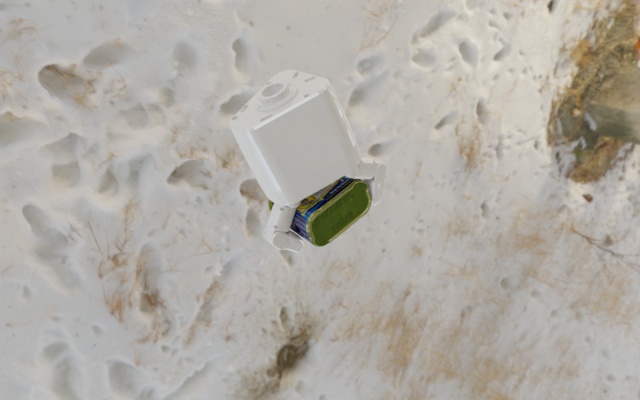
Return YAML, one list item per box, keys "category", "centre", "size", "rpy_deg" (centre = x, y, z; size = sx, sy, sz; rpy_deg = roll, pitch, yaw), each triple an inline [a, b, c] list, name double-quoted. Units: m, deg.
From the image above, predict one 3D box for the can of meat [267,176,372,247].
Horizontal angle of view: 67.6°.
- category: "can of meat"
  centre: [0.000, 0.002, 0.593]
  size: [0.102, 0.057, 0.084]
  rpy_deg: [-38, 40, -20]
